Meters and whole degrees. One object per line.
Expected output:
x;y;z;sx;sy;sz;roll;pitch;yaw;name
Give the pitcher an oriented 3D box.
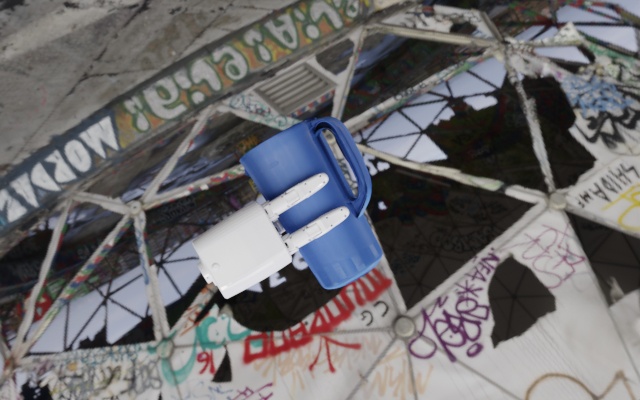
0.000;0.002;0.720;0.145;0.243;0.149;-31;3;-14;pitcher
